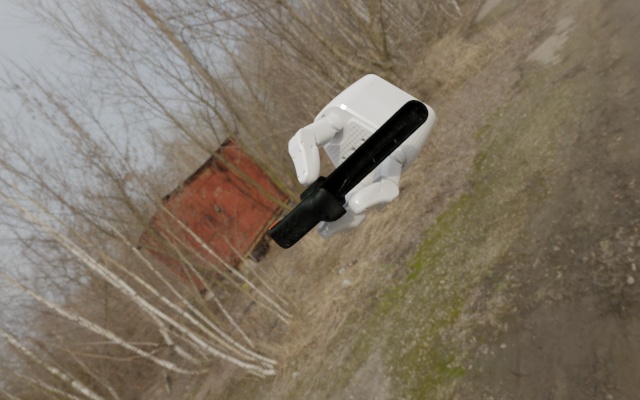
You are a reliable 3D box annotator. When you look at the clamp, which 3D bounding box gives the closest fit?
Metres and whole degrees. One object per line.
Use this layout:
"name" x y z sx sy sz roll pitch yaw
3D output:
"clamp" -0.001 0.001 0.446 0.210 0.036 0.164 -41 3 44
